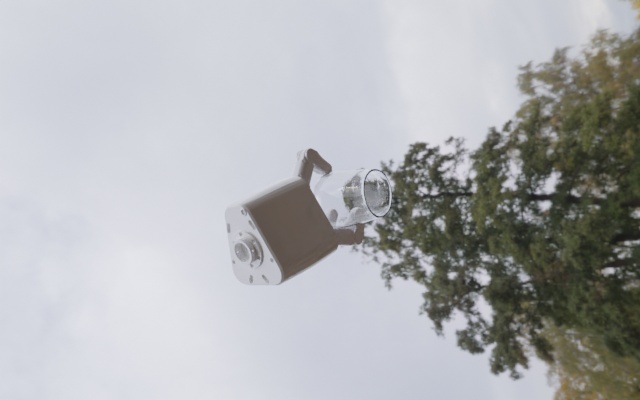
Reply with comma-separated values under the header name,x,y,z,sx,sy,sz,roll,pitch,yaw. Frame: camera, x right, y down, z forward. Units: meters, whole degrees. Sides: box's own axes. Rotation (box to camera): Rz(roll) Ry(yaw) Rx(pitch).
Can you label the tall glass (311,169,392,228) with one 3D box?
name,x,y,z,sx,sy,sz,roll,pitch,yaw
tall glass,0.000,0.002,0.667,0.201,0.079,0.079,-9,-6,42
